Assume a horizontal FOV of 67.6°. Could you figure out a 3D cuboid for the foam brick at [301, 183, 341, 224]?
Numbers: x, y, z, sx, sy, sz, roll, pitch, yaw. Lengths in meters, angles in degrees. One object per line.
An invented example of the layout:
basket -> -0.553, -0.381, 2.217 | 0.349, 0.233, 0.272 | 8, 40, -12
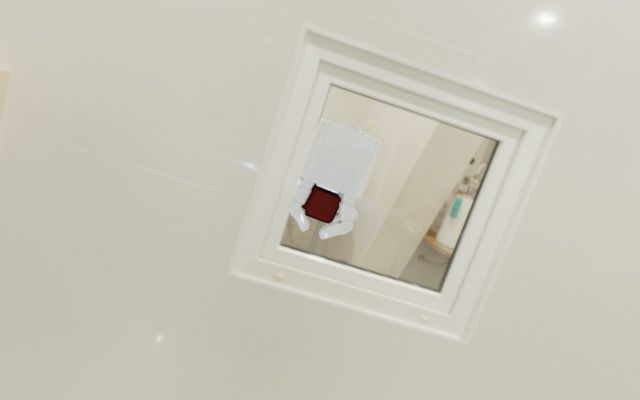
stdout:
foam brick -> 0.000, 0.003, 0.868 | 0.053, 0.051, 0.078 | 21, 10, -15
